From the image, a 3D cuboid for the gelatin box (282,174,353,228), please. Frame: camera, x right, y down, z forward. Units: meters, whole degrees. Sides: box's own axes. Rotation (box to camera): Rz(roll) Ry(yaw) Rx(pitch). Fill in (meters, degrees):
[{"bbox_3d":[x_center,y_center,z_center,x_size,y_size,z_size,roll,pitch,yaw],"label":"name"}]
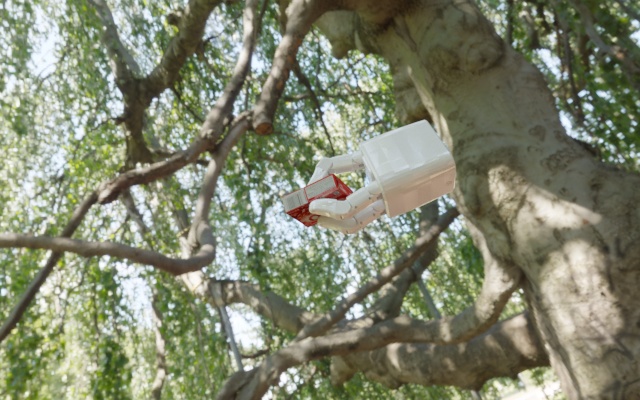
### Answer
[{"bbox_3d":[0.000,0.002,0.698,0.089,0.030,0.073,-24,-28,16],"label":"gelatin box"}]
